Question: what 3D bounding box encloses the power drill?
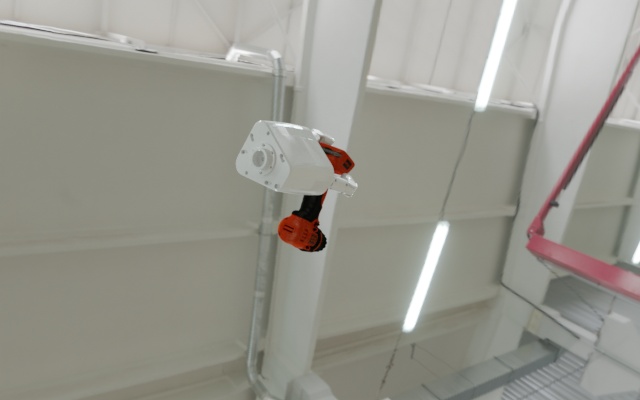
[{"bbox_3d":[0.000,0.002,0.856,0.057,0.187,0.184,20,-5,17],"label":"power drill"}]
